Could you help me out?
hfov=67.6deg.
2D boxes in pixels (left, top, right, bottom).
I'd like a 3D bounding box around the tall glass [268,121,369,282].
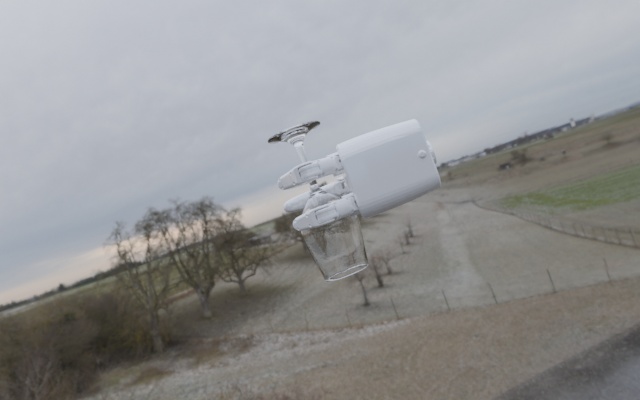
[{"bbox_3d":[0.000,0.001,0.629,0.079,0.201,0.079,-20,-1,-1],"label":"tall glass"}]
